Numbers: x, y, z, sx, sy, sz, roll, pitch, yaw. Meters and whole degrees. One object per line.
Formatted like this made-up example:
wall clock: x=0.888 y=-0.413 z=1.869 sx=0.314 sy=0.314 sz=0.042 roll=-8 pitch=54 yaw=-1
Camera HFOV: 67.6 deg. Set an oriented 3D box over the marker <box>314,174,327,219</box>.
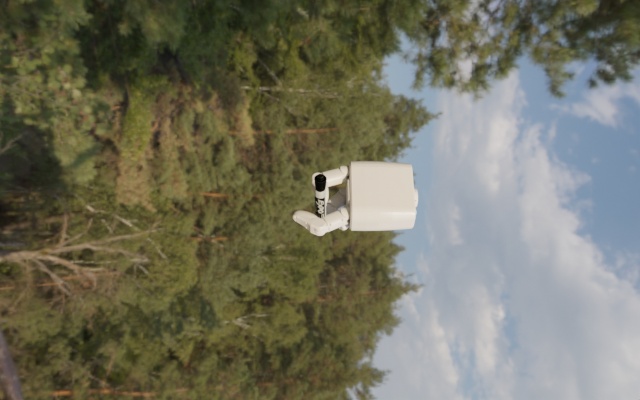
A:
marker: x=0.000 y=0.002 z=0.751 sx=0.020 sy=0.020 sz=0.121 roll=0 pitch=-40 yaw=0
